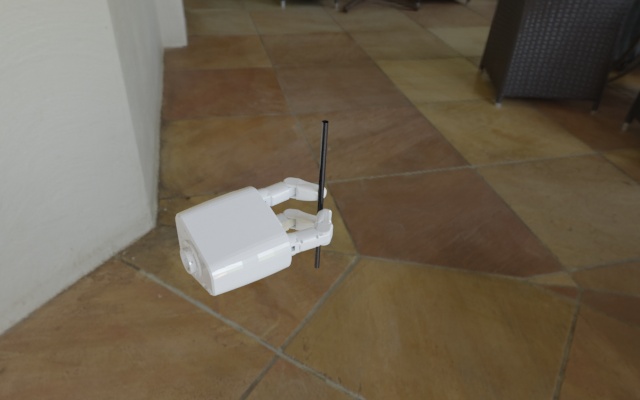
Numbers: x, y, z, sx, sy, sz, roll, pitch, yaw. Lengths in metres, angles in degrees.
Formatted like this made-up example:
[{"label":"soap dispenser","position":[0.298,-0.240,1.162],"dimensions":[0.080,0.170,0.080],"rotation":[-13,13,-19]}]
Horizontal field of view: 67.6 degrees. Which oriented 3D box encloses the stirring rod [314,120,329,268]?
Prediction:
[{"label":"stirring rod","position":[0.000,0.002,0.647],"dimensions":[0.011,0.240,0.011],"rotation":[2,36,-2]}]
